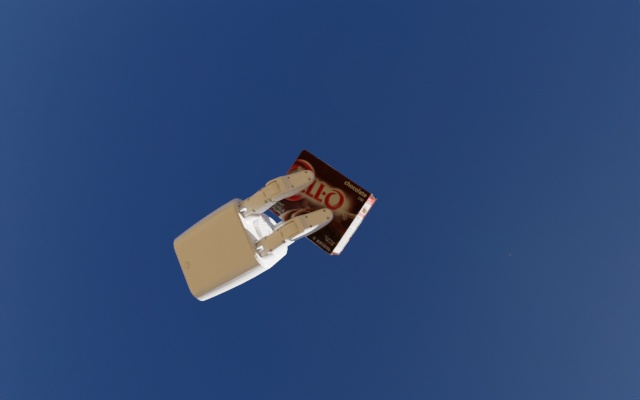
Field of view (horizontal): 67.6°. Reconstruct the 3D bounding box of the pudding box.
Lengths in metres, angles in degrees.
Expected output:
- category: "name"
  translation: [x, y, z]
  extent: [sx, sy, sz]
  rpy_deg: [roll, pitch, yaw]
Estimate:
- category: "pudding box"
  translation: [0.000, 0.002, 0.603]
  extent: [0.113, 0.090, 0.039]
  rpy_deg: [35, 4, 20]
